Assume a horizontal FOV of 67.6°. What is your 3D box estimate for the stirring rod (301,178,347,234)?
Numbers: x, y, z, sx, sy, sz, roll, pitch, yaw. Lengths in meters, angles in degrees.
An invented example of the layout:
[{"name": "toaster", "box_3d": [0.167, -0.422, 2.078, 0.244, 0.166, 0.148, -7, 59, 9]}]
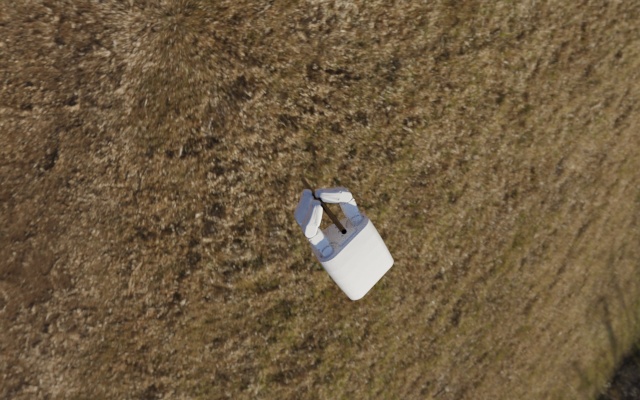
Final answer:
[{"name": "stirring rod", "box_3d": [0.000, 0.003, 0.769, 0.011, 0.011, 0.239, 0, 20, -17]}]
